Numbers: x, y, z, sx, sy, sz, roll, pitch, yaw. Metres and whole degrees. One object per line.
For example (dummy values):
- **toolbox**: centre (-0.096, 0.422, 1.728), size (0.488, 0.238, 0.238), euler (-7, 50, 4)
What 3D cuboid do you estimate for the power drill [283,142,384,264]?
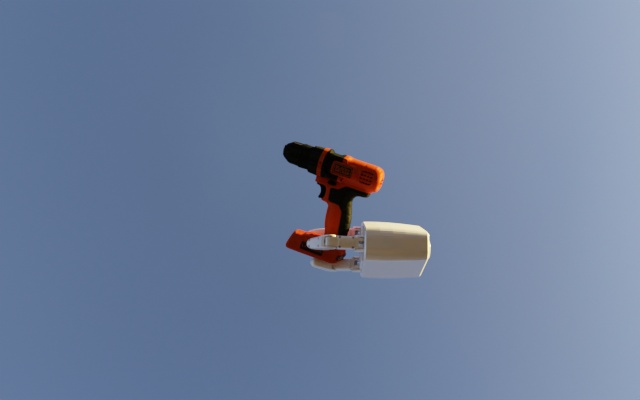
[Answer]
- **power drill**: centre (0.000, 0.003, 0.836), size (0.184, 0.188, 0.057), euler (20, 11, 16)
